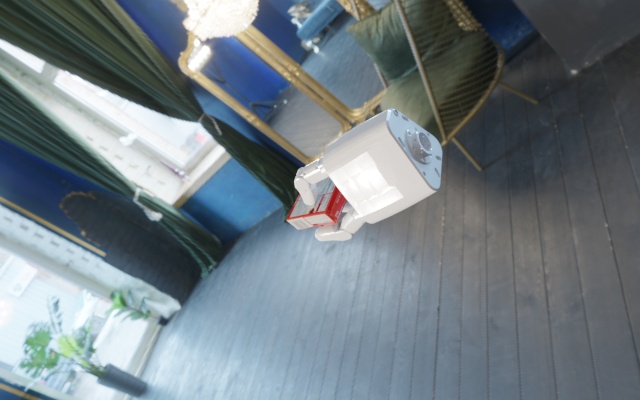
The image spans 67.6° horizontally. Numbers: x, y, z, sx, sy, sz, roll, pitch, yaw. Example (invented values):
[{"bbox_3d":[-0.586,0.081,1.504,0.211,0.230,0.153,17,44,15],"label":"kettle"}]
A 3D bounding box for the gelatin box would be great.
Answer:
[{"bbox_3d":[0.000,0.002,0.696,0.089,0.073,0.030,-13,-46,47],"label":"gelatin box"}]
